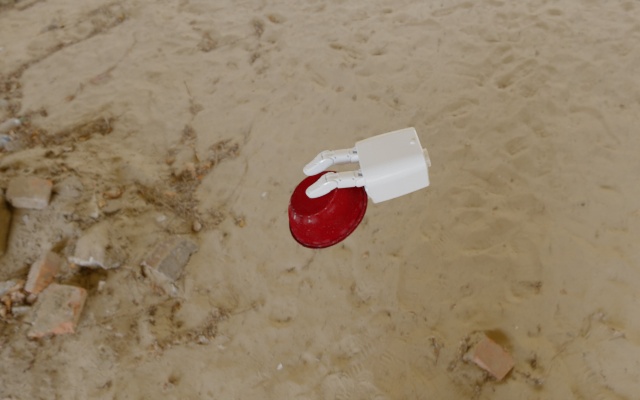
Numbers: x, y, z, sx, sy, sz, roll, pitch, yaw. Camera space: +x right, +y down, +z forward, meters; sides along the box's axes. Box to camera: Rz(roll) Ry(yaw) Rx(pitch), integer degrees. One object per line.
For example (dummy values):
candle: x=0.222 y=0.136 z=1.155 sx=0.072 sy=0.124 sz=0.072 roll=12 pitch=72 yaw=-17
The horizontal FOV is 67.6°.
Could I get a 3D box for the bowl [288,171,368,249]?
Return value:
bowl: x=-0.001 y=0.003 z=0.847 sx=0.162 sy=0.162 sz=0.055 roll=0 pitch=-31 yaw=34
